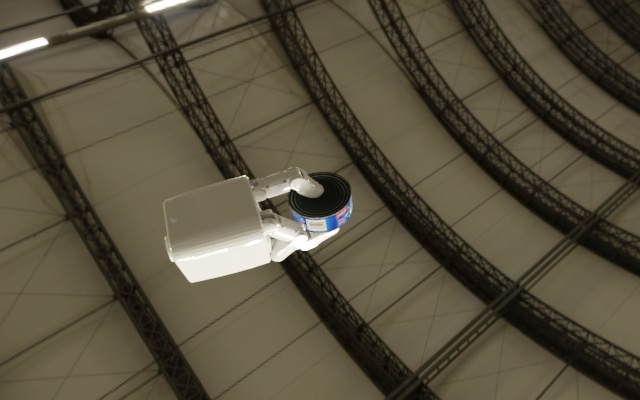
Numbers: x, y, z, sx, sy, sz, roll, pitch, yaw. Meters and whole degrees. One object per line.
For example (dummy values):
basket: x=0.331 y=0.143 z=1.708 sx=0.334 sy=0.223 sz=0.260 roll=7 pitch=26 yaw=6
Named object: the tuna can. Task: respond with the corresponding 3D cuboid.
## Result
tuna can: x=0.000 y=0.002 z=0.641 sx=0.086 sy=0.086 sz=0.034 roll=0 pitch=-43 yaw=10
